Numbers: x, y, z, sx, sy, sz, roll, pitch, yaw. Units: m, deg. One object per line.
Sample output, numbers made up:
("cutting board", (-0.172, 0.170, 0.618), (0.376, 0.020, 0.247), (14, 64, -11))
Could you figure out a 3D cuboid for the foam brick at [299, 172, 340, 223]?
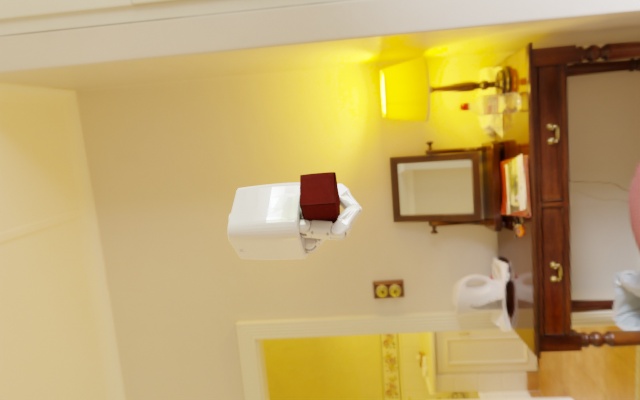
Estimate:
("foam brick", (0.000, 0.002, 0.691), (0.051, 0.053, 0.078), (-3, -31, 6))
